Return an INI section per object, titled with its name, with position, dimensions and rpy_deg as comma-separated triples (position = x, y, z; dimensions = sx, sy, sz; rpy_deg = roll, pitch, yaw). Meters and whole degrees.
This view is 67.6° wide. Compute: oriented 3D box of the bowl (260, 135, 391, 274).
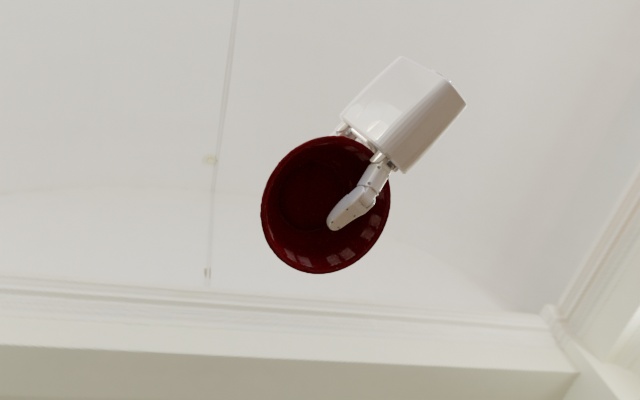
[bowl]
position = -0.001, 0.003, 0.560
dimensions = 0.162, 0.162, 0.055
rpy_deg = 0, 14, -25
